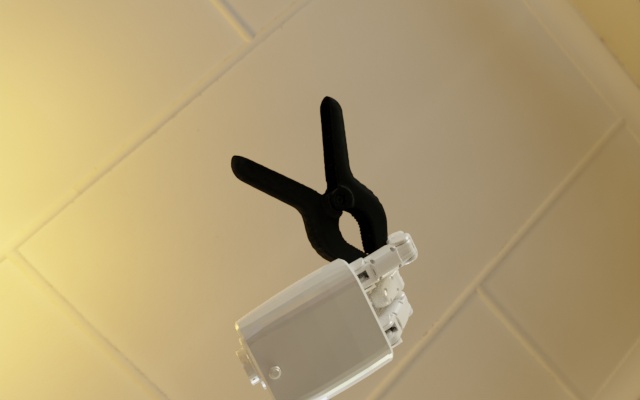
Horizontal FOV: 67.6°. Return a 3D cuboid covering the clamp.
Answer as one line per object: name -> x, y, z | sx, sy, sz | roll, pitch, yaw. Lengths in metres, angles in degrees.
clamp -> 0.000, 0.002, 0.434 | 0.120, 0.171, 0.039 | -27, 2, -17
